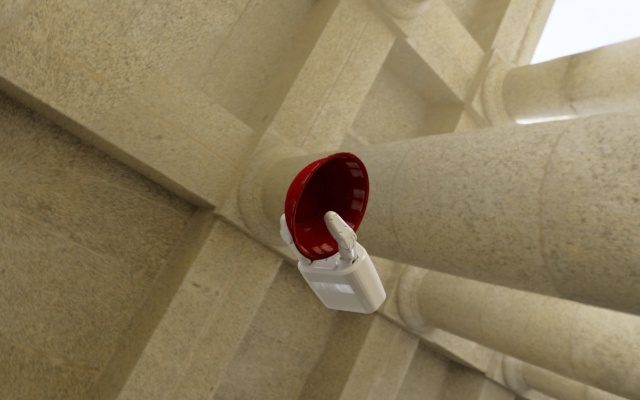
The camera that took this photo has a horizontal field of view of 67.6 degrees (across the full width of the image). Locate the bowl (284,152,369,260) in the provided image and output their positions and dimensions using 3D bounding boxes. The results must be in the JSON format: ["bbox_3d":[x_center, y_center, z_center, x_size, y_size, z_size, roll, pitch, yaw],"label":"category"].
[{"bbox_3d":[0.000,0.001,0.692,0.055,0.162,0.162,24,15,38],"label":"bowl"}]
